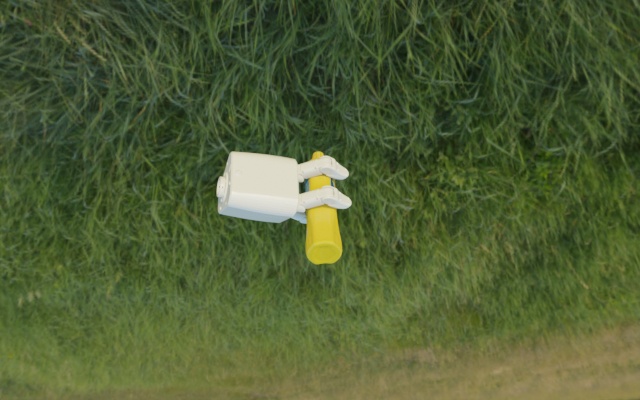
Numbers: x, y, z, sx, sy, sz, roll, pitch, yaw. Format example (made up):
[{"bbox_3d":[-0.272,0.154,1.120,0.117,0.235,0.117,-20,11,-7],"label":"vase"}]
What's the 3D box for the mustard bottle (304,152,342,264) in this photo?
[{"bbox_3d":[0.000,0.003,0.797,0.058,0.191,0.096,-4,-28,1],"label":"mustard bottle"}]
